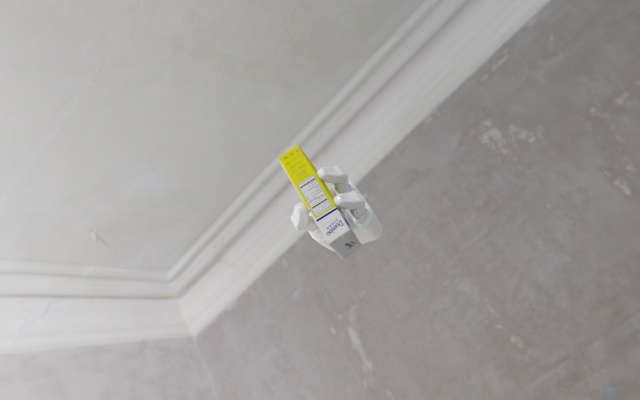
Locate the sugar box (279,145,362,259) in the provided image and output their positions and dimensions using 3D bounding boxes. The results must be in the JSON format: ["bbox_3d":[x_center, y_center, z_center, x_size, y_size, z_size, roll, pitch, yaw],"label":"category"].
[{"bbox_3d":[0.001,0.002,0.766,0.048,0.176,0.093,-35,-26,2],"label":"sugar box"}]
